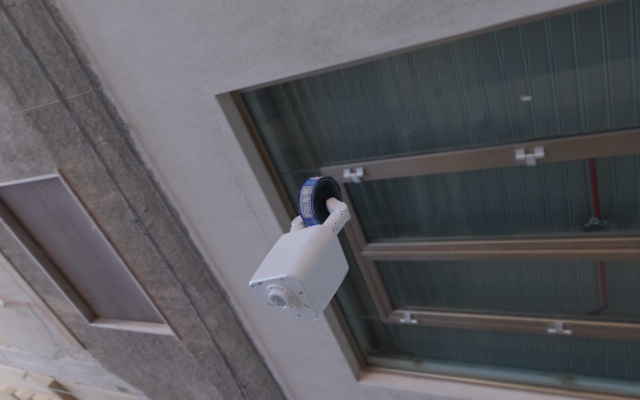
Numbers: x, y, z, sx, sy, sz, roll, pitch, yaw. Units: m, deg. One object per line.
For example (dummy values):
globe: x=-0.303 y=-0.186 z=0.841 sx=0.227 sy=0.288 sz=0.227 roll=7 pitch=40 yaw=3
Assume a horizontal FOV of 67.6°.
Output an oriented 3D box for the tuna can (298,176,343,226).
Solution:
tuna can: x=0.000 y=0.003 z=0.798 sx=0.034 sy=0.086 sz=0.086 roll=-1 pitch=0 yaw=36
